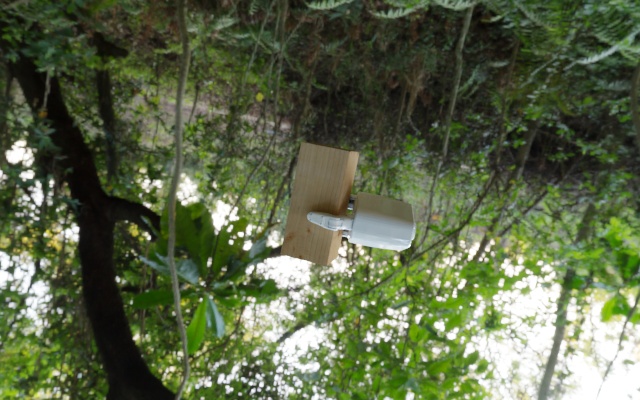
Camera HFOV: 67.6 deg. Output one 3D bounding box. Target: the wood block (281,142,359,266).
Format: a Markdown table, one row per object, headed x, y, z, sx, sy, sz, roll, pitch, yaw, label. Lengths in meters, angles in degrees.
| x | y | z | sx | sy | sz | roll | pitch | yaw | label |
| --- | --- | --- | --- | --- | --- | --- | --- | --- | --- |
| 0.000 | 0.003 | 0.872 | 0.090 | 0.206 | 0.091 | 13 | 8 | 15 | wood block |
